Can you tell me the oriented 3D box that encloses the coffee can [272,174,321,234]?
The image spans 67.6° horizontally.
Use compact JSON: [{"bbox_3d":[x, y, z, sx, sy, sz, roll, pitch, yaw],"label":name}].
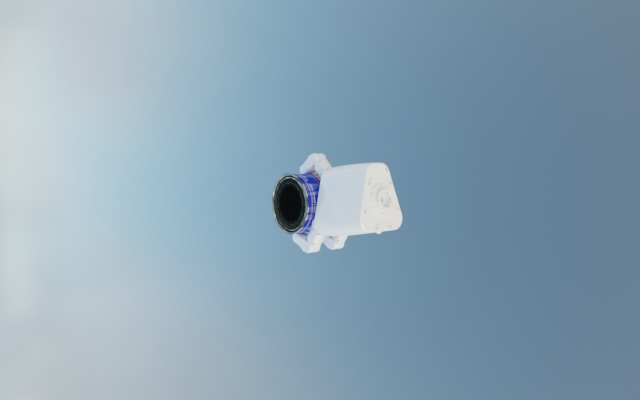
[{"bbox_3d":[0.000,0.003,0.844,0.140,0.103,0.103,-4,2,-39],"label":"coffee can"}]
